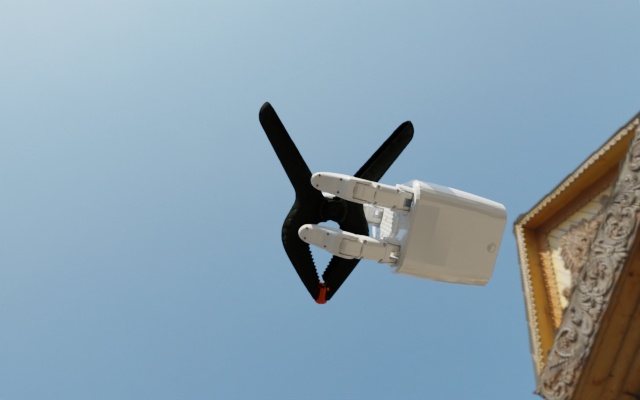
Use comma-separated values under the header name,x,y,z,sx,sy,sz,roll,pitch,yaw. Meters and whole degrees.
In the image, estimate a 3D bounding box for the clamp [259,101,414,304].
name,x,y,z,sx,sy,sz,roll,pitch,yaw
clamp,0.000,0.002,0.501,0.164,0.210,0.036,12,5,-13
